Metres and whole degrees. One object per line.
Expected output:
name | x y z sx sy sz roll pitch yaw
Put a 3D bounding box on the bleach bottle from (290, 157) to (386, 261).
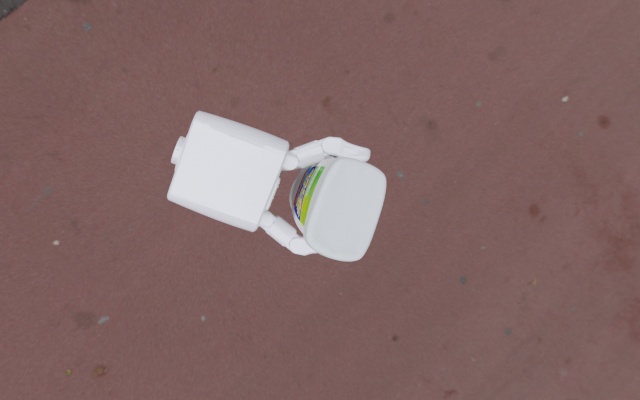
bleach bottle | 0.000 0.002 0.576 0.068 0.102 0.251 20 -2 -13
